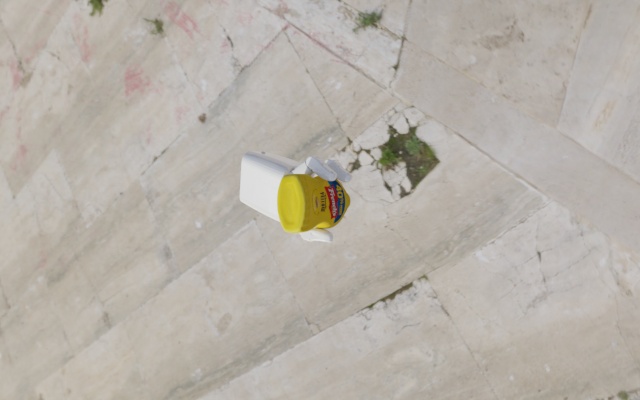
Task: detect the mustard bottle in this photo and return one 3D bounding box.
[{"bbox_3d":[0.000,0.003,0.844,0.058,0.096,0.191,-4,-1,31],"label":"mustard bottle"}]
